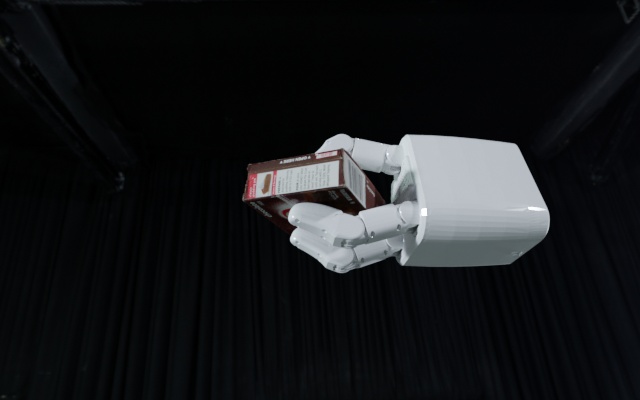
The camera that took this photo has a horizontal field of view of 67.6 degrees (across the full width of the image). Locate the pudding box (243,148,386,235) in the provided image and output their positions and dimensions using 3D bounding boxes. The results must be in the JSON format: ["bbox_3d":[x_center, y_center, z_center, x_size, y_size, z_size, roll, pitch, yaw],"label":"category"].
[{"bbox_3d":[0.000,0.001,0.419,0.090,0.039,0.113,-9,-28,22],"label":"pudding box"}]
